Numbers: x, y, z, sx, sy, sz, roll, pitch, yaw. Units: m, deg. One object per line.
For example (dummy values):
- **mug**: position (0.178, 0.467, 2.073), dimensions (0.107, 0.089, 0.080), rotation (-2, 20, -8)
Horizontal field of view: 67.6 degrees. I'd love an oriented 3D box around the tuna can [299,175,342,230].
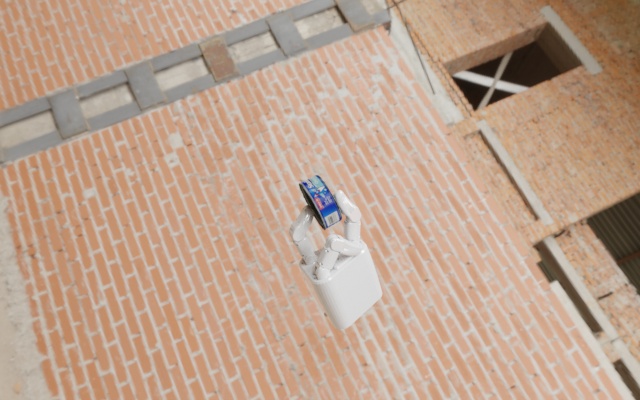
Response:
- **tuna can**: position (0.001, 0.002, 0.766), dimensions (0.034, 0.086, 0.086), rotation (-29, 4, -8)
